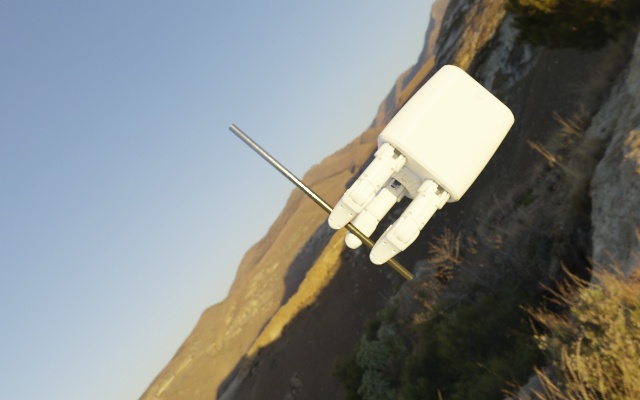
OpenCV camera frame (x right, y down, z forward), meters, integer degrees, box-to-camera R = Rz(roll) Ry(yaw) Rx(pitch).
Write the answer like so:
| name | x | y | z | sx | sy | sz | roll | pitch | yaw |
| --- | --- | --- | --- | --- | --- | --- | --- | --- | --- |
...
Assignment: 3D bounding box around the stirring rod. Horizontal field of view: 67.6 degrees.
| name | x | y | z | sx | sy | sz | roll | pitch | yaw |
| --- | --- | --- | --- | --- | --- | --- | --- | --- | --- |
| stirring rod | 0.000 | 0.002 | 0.488 | 0.239 | 0.011 | 0.011 | 40 | 1 | 1 |
